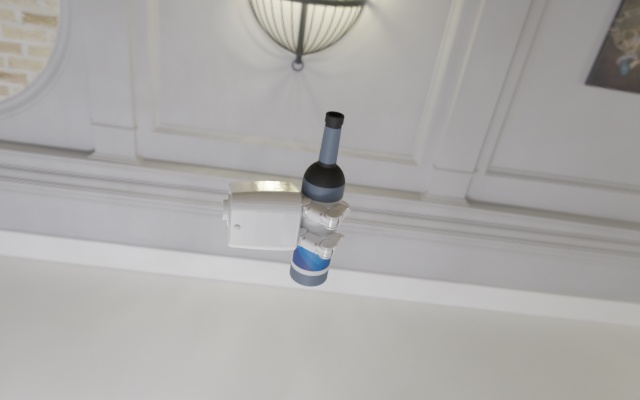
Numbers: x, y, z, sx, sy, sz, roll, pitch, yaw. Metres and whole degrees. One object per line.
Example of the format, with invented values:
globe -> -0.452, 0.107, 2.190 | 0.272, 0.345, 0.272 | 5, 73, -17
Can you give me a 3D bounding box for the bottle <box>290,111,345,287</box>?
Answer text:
bottle -> 0.000, 0.003, 0.757 | 0.069, 0.296, 0.069 | 7, 30, -4
